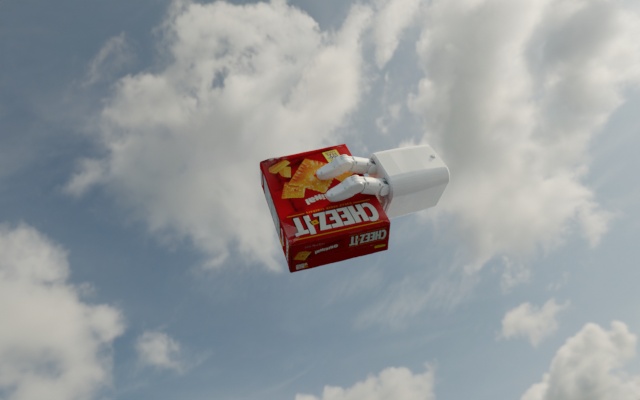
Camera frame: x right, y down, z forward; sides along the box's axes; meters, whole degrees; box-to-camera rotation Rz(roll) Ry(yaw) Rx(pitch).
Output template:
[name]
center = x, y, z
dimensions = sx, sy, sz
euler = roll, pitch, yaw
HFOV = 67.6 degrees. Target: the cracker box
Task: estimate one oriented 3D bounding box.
[cracker box]
center = 0.000, 0.003, 0.796
dimensions = 0.164, 0.072, 0.213
euler = -12, 44, -12
